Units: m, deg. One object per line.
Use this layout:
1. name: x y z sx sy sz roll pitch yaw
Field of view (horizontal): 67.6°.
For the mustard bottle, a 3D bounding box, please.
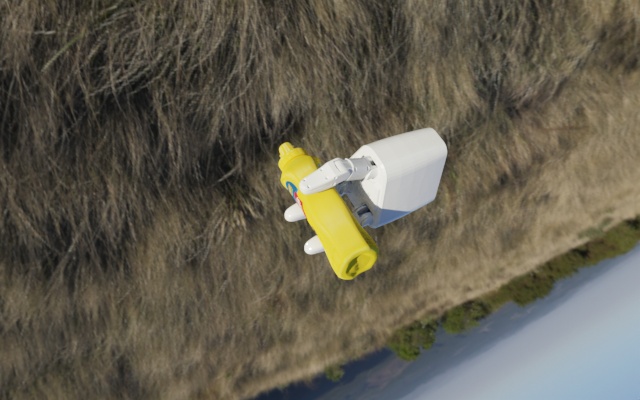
1. mustard bottle: 0.000 0.002 0.597 0.058 0.191 0.096 -31 -23 -2
